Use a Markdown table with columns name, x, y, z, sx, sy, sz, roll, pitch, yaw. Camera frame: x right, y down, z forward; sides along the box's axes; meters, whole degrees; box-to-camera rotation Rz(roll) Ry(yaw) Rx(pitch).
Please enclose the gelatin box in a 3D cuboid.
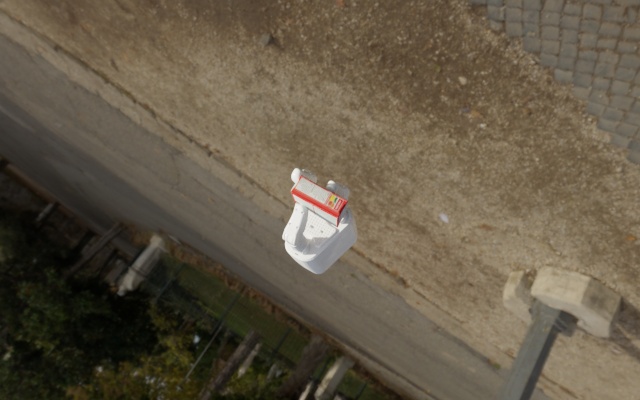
| name | x | y | z | sx | sy | sz | roll | pitch | yaw |
| --- | --- | --- | --- | --- | --- | --- | --- | --- | --- |
| gelatin box | 0.000 | 0.003 | 0.669 | 0.073 | 0.030 | 0.089 | 29 | -9 | 7 |
